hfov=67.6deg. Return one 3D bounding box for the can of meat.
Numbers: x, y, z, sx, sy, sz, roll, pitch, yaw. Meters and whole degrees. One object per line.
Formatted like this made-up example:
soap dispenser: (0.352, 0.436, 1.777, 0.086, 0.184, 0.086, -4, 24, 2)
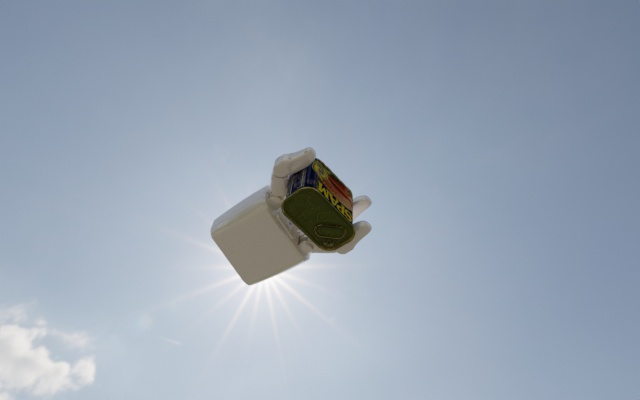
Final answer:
can of meat: (0.000, 0.002, 0.632, 0.057, 0.102, 0.084, -33, 27, 24)
